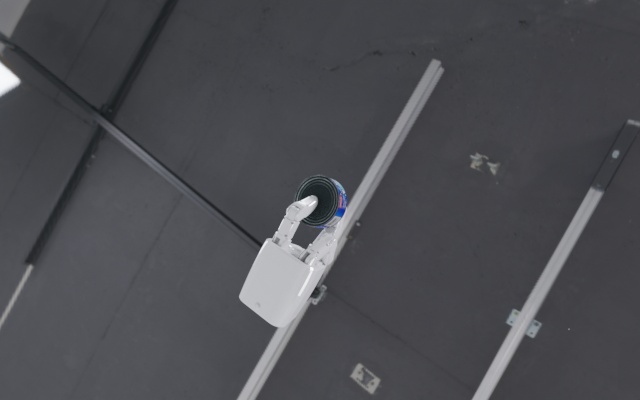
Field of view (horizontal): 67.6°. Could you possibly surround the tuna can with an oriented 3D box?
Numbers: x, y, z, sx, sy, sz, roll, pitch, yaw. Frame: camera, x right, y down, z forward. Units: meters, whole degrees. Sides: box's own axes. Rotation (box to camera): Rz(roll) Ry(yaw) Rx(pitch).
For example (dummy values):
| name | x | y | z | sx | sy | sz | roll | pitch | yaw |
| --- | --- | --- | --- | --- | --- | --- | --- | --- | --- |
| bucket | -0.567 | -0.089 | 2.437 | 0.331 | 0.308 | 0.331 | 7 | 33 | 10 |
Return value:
| name | x | y | z | sx | sy | sz | roll | pitch | yaw |
| --- | --- | --- | --- | --- | --- | --- | --- | --- | --- |
| tuna can | 0.000 | 0.003 | 0.785 | 0.086 | 0.086 | 0.034 | 0 | -8 | 30 |
